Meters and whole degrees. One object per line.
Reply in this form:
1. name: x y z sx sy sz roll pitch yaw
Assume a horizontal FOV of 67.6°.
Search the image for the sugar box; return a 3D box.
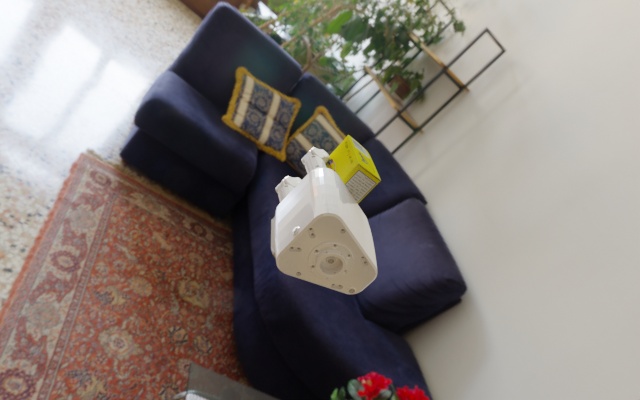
1. sugar box: 0.000 0.002 0.651 0.048 0.176 0.093 37 20 -24
